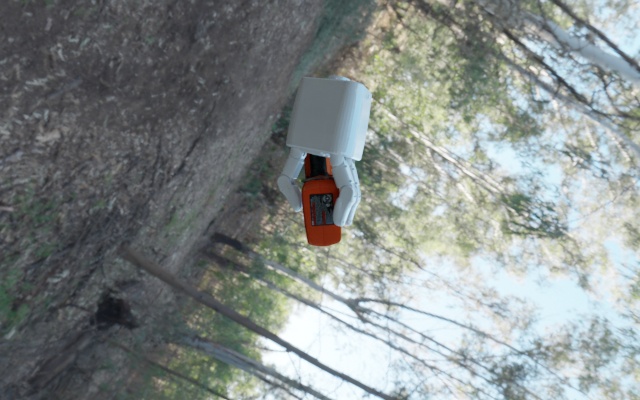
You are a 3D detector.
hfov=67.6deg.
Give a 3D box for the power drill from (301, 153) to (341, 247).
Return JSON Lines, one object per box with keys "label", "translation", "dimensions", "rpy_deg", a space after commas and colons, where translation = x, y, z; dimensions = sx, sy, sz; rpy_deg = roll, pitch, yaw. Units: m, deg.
{"label": "power drill", "translation": [0.000, 0.002, 0.790], "dimensions": [0.057, 0.184, 0.187], "rpy_deg": [-7, 21, -1]}
